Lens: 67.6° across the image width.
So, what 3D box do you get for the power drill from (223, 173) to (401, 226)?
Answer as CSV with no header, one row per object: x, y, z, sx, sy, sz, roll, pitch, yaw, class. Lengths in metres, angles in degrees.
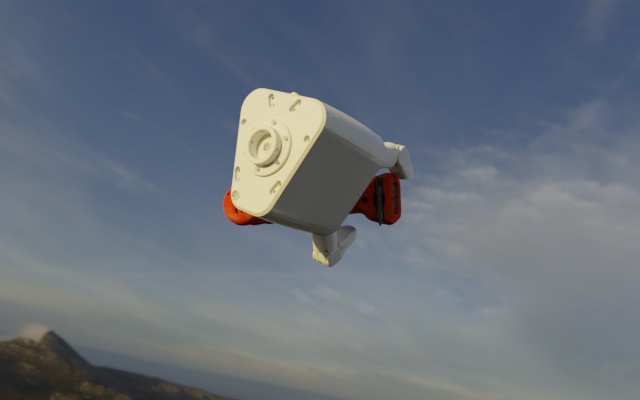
0.000,0.002,0.574,0.187,0.057,0.184,-4,2,14,power drill
